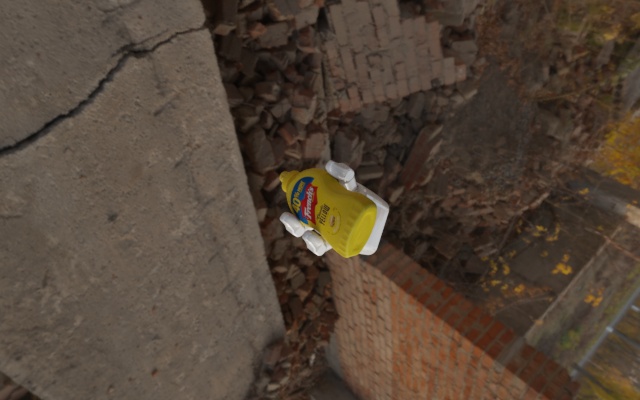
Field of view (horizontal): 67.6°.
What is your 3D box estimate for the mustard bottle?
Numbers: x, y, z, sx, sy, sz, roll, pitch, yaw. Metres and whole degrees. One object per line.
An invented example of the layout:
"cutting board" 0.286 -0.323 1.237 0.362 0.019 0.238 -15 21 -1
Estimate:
"mustard bottle" 0.000 0.003 0.769 0.058 0.096 0.191 -11 37 -44
